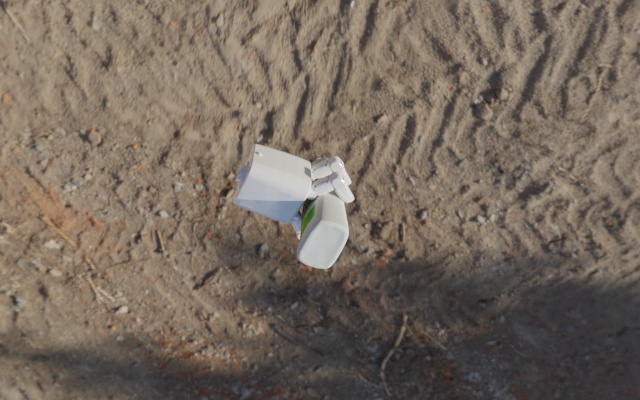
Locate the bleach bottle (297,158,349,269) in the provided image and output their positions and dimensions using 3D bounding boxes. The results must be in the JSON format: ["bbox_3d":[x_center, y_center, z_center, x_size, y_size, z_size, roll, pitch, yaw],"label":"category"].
[{"bbox_3d":[0.000,0.003,0.871,0.068,0.103,0.250,19,31,-15],"label":"bleach bottle"}]
